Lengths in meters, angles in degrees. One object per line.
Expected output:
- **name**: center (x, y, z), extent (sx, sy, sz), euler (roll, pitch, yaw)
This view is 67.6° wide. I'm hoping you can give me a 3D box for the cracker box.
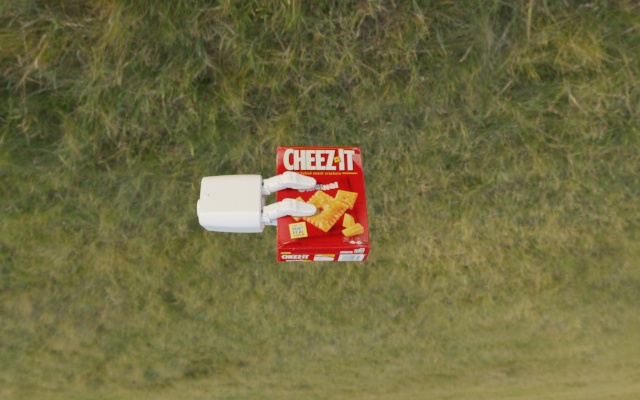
- **cracker box**: center (0.000, 0.003, 0.883), extent (0.164, 0.213, 0.072), euler (0, -28, -5)
